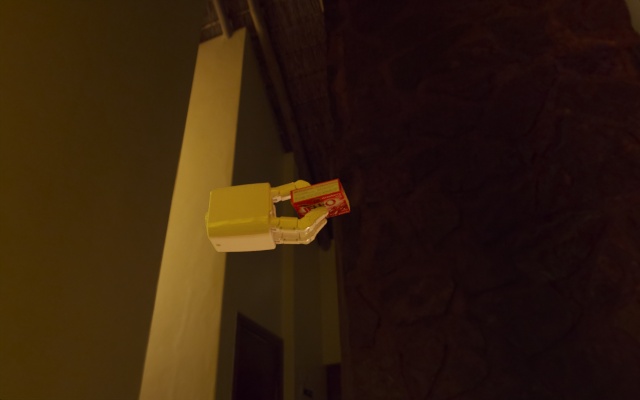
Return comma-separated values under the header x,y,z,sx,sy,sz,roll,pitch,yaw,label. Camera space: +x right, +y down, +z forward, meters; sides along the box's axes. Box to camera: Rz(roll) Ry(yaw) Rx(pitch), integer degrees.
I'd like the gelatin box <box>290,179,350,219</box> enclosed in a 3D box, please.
x,y,z,sx,sy,sz,roll,pitch,yaw,label
0.000,0.002,0.827,0.089,0.030,0.073,-14,-33,8,gelatin box
